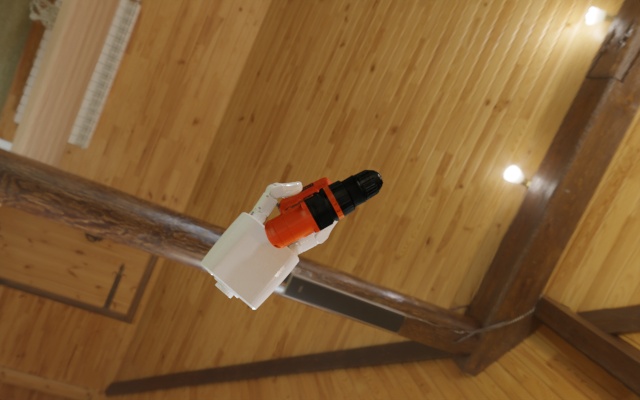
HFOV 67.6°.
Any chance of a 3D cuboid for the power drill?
[{"bbox_3d":[0.000,0.003,0.750,0.184,0.057,0.187,-27,6,-2],"label":"power drill"}]
